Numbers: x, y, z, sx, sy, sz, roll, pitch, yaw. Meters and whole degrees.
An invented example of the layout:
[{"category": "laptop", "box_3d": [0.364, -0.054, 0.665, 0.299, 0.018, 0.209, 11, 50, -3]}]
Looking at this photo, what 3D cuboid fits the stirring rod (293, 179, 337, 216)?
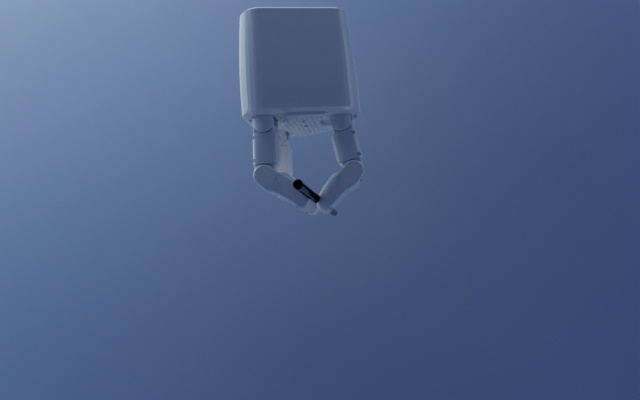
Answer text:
[{"category": "stirring rod", "box_3d": [0.000, 0.002, 0.488, 0.011, 0.011, 0.239, 0, -7, 8]}]
